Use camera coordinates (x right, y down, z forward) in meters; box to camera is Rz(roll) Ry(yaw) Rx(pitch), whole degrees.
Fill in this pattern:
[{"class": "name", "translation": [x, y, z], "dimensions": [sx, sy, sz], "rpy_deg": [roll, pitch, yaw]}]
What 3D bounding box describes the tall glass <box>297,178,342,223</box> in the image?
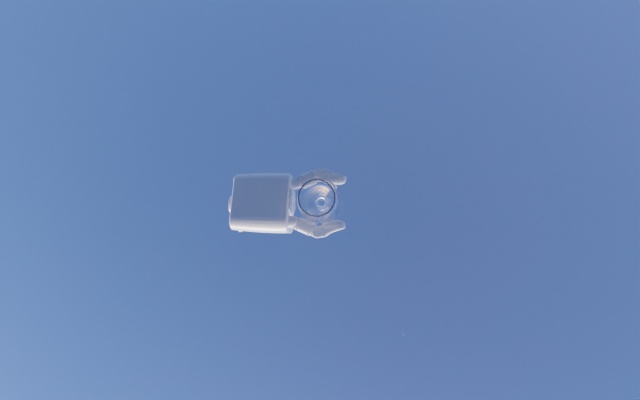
[{"class": "tall glass", "translation": [0.000, 0.003, 0.875], "dimensions": [0.079, 0.079, 0.201], "rpy_deg": [0, -4, 4]}]
